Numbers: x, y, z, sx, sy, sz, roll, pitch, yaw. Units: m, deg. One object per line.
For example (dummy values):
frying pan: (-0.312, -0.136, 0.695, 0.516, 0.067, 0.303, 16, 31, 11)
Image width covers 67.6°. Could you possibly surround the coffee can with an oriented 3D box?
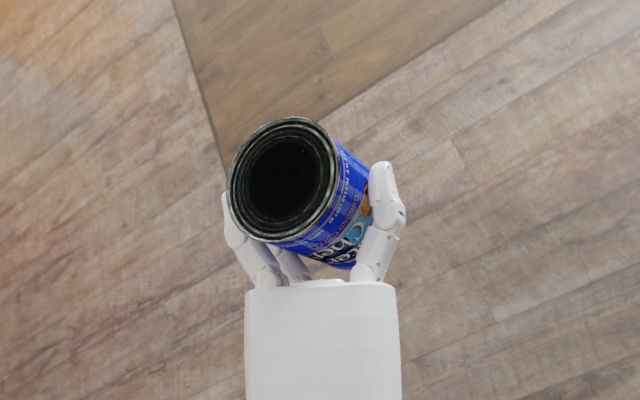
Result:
coffee can: (0.000, 0.001, 0.424, 0.103, 0.102, 0.140, 0, -16, 28)
